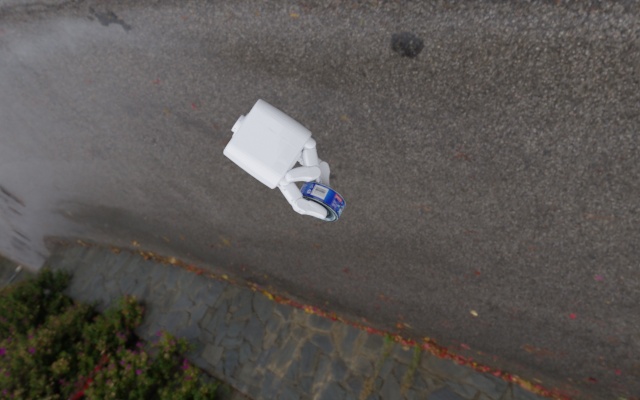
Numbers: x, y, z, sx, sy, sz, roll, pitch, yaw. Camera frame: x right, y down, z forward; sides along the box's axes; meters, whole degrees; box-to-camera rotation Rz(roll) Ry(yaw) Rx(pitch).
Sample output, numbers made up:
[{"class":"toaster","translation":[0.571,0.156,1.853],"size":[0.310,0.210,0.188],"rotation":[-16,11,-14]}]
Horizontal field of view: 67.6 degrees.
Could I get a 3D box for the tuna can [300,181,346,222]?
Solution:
[{"class":"tuna can","translation":[0.000,0.003,0.860],"size":[0.086,0.033,0.086],"rotation":[23,-22,10]}]
